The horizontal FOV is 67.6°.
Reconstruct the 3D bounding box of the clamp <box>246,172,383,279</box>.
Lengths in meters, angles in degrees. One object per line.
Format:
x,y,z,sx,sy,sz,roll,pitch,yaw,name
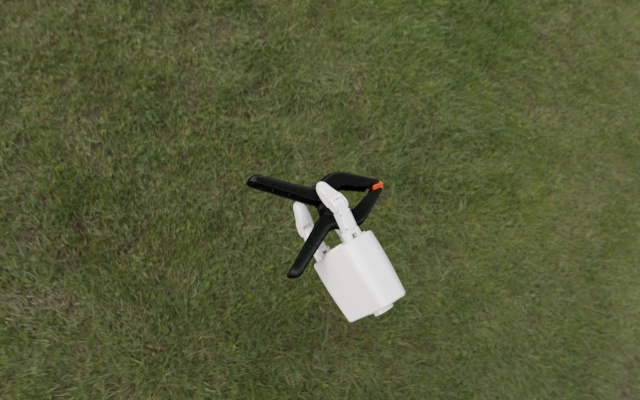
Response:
0.001,0.002,0.733,0.210,0.164,0.036,-27,-9,-24,clamp
